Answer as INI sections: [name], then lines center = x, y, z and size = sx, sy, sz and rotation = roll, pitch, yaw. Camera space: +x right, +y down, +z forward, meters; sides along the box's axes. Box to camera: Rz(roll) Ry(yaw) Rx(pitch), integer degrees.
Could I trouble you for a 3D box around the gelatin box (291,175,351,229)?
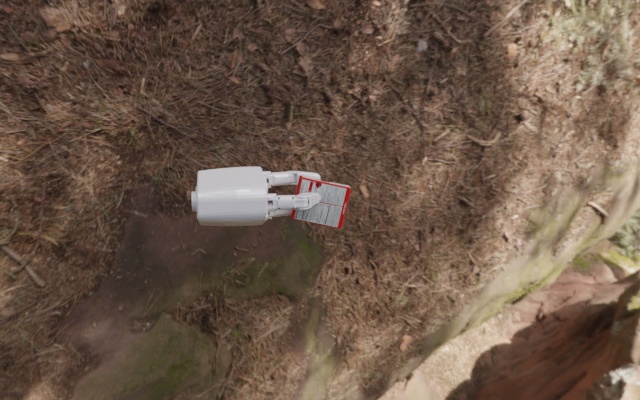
[gelatin box]
center = 0.001, 0.003, 0.807
size = 0.089, 0.073, 0.030
rotation = 12, 8, -7
